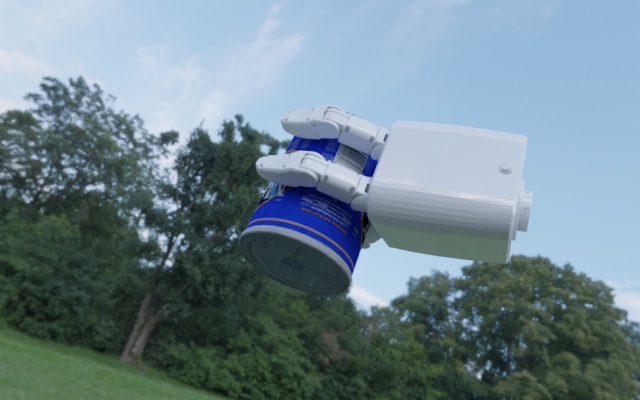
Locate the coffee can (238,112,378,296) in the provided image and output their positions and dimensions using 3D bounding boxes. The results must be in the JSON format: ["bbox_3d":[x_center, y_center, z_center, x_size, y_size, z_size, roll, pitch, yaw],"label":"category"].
[{"bbox_3d":[0.000,0.002,0.443,0.103,0.140,0.103,17,-32,11],"label":"coffee can"}]
